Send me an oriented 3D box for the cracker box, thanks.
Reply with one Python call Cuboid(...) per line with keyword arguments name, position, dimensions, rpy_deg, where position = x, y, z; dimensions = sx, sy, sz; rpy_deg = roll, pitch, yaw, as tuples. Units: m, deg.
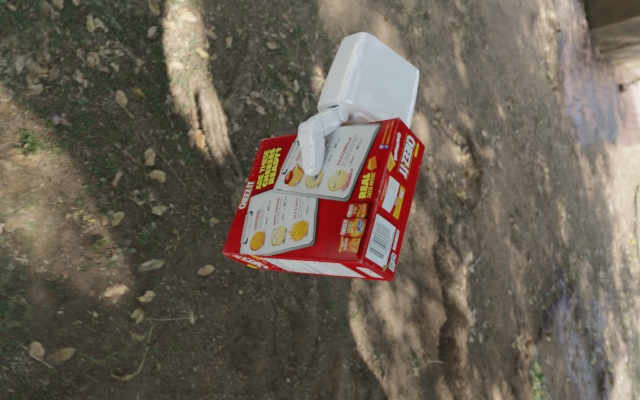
Cuboid(name="cracker box", position=(0.000, 0.002, 0.556), dimensions=(0.213, 0.164, 0.072), rpy_deg=(-3, -27, 42))
